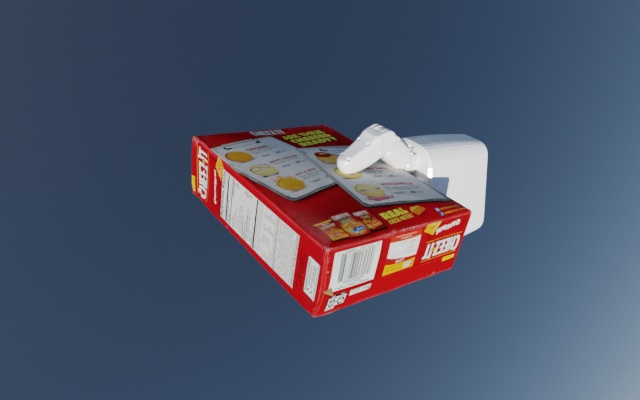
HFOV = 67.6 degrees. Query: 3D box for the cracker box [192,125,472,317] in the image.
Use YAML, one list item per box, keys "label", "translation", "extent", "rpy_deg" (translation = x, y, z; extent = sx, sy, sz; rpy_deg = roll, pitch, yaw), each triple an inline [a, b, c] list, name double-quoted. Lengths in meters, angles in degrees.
- label: "cracker box"
  translation: [0.000, 0.001, 0.444]
  extent: [0.164, 0.072, 0.213]
  rpy_deg: [-11, 33, -37]
